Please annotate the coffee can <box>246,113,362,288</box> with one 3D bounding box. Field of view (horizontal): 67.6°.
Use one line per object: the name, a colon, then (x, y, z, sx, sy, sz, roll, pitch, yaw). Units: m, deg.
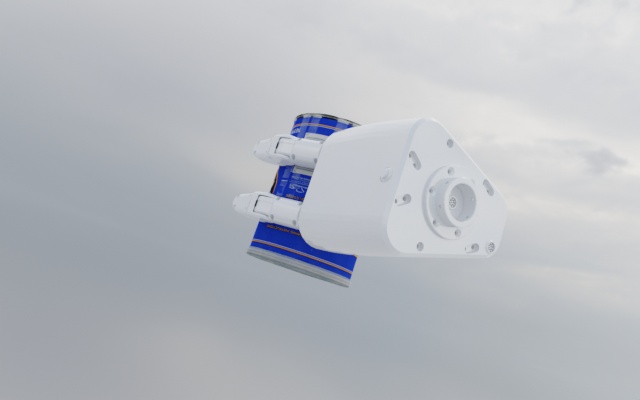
coffee can: (0.000, 0.002, 0.464, 0.103, 0.140, 0.103, 18, -10, 3)
